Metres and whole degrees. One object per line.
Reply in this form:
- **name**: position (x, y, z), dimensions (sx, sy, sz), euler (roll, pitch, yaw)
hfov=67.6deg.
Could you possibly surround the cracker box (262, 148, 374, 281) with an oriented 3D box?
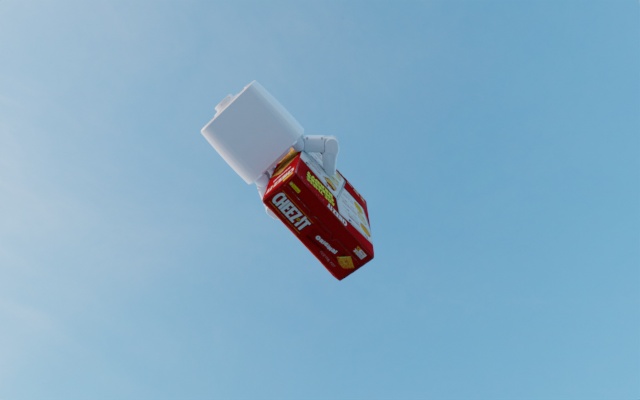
- **cracker box**: position (0.000, 0.002, 0.735), dimensions (0.072, 0.164, 0.213), euler (-39, 15, 16)
